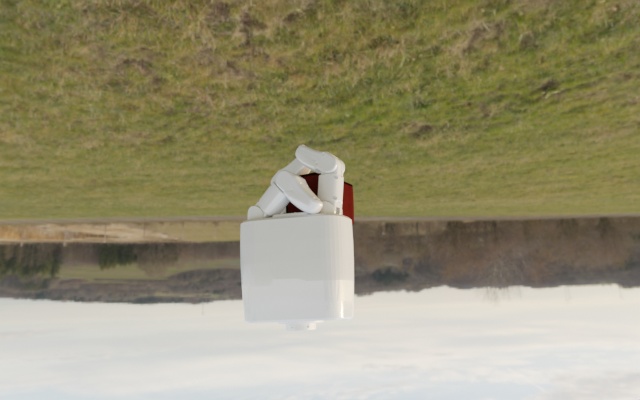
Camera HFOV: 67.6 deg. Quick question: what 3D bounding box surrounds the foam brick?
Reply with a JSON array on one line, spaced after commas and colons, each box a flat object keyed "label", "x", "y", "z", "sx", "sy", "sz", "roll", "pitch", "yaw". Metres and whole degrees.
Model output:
[{"label": "foam brick", "x": 0.000, "y": 0.002, "z": 0.564, "sx": 0.053, "sy": 0.051, "sz": 0.078, "roll": -10, "pitch": -15, "yaw": 28}]
